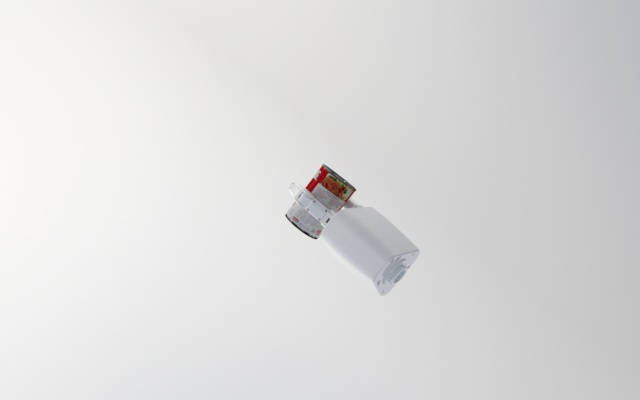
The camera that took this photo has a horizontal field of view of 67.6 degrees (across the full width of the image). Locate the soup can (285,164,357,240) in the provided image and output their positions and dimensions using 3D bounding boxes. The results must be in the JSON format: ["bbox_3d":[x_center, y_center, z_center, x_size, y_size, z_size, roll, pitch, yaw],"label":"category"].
[{"bbox_3d":[0.000,0.002,0.755,0.068,0.102,0.068,37,7,-5],"label":"soup can"}]
